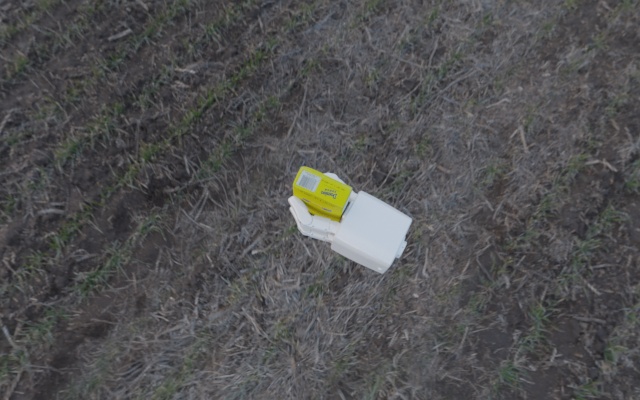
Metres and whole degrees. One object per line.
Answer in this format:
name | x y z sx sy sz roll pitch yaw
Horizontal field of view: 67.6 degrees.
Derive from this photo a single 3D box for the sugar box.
sugar box | 0.000 0.003 0.853 0.093 0.048 0.176 25 -18 6
